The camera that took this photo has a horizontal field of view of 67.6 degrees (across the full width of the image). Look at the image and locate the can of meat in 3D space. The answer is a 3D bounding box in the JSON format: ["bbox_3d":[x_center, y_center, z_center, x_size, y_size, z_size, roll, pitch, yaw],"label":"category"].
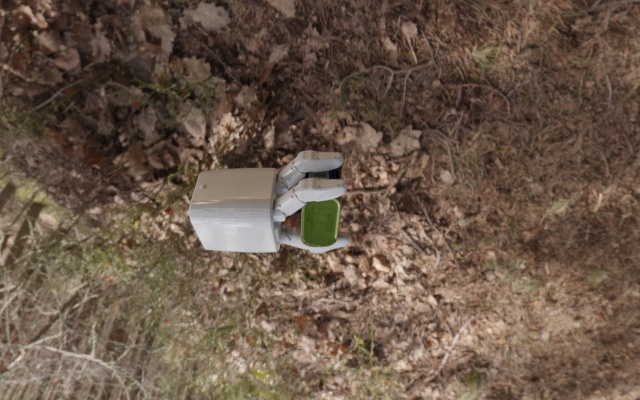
[{"bbox_3d":[0.000,0.002,0.657,0.057,0.102,0.083,3,42,-1],"label":"can of meat"}]
